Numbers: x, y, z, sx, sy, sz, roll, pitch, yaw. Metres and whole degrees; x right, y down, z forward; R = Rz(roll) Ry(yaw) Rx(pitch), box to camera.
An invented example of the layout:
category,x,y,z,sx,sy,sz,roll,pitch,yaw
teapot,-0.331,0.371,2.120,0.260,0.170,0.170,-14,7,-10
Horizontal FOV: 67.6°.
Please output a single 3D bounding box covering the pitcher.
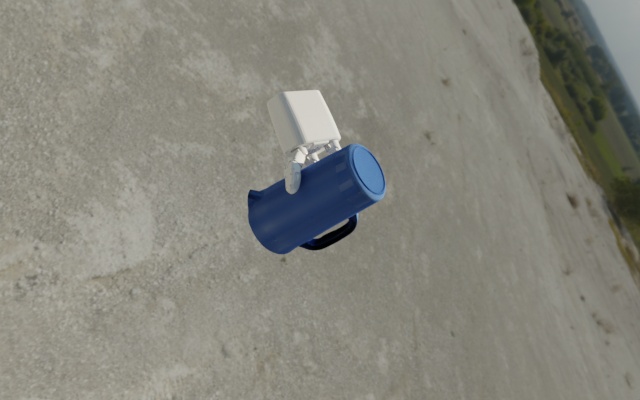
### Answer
category,x,y,z,sx,sy,sz,roll,pitch,yaw
pitcher,0.000,0.003,0.868,0.243,0.145,0.149,-28,-13,33
